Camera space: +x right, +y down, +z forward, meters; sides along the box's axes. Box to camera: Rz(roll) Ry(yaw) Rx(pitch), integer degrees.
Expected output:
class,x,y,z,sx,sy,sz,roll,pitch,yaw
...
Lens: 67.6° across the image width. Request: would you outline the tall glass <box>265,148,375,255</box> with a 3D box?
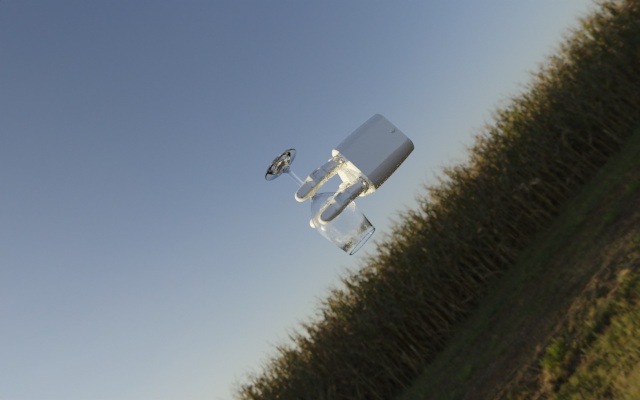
class,x,y,z,sx,sy,sz,roll,pitch,yaw
tall glass,0.000,0.002,0.814,0.201,0.079,0.079,44,13,14
